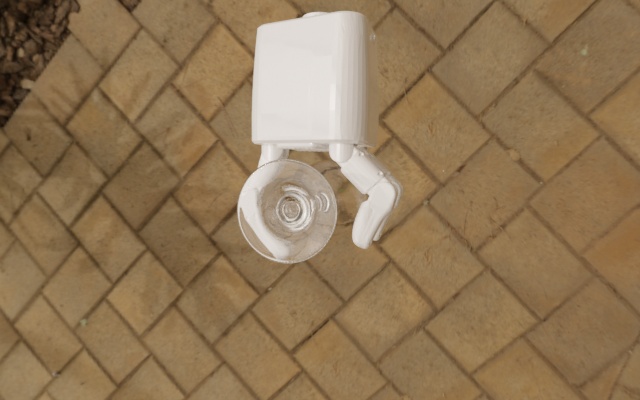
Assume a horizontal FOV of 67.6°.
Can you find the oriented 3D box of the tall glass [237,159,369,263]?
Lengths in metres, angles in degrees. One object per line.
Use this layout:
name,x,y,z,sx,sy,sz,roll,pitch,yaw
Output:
tall glass,0.000,0.002,0.432,0.079,0.079,0.201,0,3,14
